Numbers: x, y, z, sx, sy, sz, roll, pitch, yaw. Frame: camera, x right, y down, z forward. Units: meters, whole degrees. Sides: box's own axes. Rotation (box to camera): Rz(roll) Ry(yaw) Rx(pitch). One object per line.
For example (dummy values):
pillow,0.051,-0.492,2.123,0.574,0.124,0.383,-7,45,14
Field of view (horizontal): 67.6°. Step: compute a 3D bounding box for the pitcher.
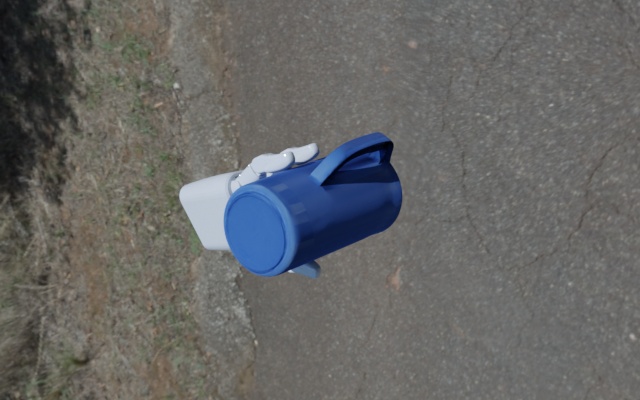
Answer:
pitcher,0.000,0.002,0.614,0.145,0.149,0.243,-5,9,36
